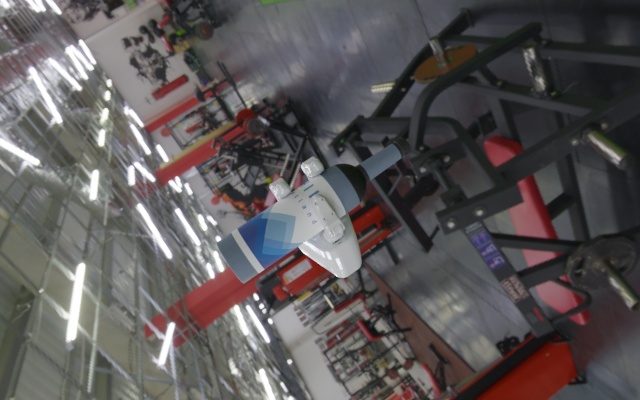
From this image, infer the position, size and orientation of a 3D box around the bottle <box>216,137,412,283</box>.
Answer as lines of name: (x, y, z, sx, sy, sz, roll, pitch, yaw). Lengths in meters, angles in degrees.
bottle: (0.000, 0.002, 0.658, 0.295, 0.069, 0.069, -34, 5, -7)
